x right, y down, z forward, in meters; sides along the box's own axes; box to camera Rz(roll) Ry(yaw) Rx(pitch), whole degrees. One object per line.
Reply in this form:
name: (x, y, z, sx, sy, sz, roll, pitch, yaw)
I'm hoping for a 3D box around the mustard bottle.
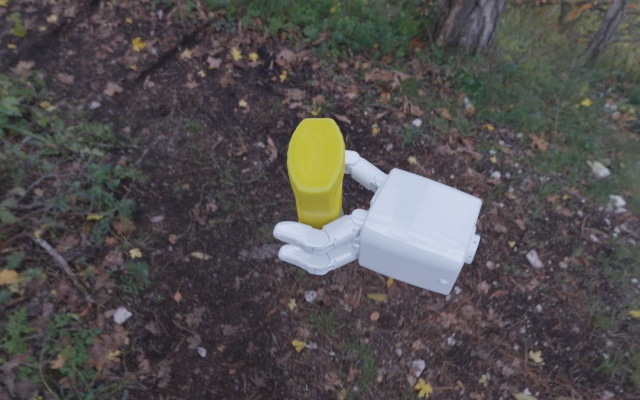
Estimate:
mustard bottle: (0.000, 0.002, 0.547, 0.058, 0.096, 0.192, -1, -32, 3)
